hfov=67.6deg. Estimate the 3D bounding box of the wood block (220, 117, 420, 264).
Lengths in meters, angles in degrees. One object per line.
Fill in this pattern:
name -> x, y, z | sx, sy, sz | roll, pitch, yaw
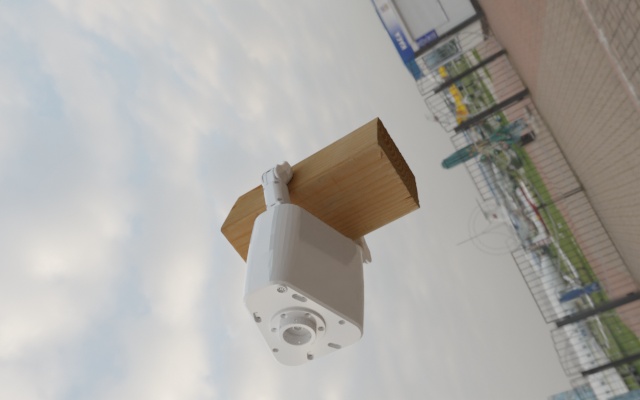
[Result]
wood block -> 0.000, 0.002, 0.555 | 0.206, 0.091, 0.090 | -28, 20, 19
